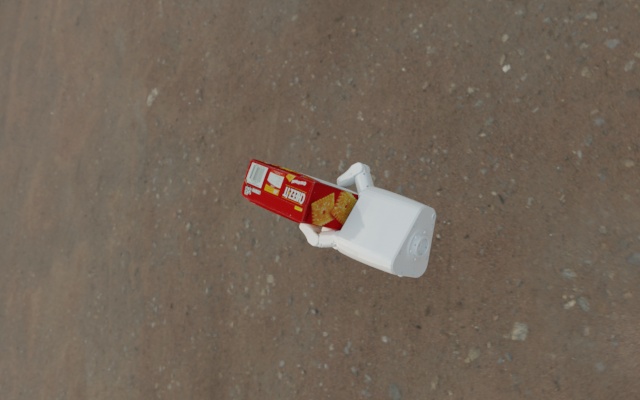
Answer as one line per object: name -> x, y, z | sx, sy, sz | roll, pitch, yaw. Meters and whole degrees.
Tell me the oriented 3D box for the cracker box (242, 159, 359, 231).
cracker box -> 0.000, 0.002, 0.801 | 0.214, 0.072, 0.164 | 16, 4, -46
